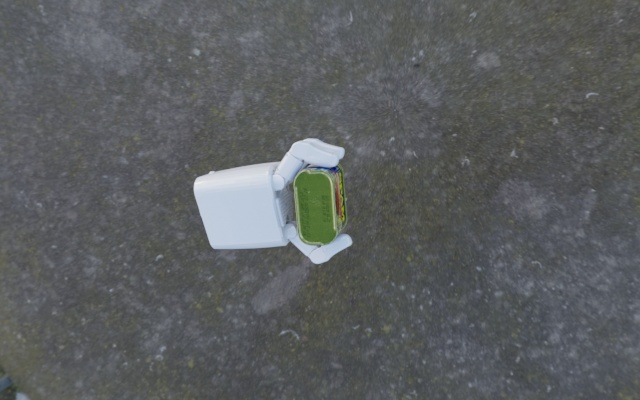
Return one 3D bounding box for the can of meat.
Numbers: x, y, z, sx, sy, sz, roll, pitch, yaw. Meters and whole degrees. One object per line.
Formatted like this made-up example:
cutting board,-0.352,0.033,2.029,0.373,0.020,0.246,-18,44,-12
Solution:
can of meat,0.000,0.002,0.627,0.057,0.102,0.084,-3,10,10
